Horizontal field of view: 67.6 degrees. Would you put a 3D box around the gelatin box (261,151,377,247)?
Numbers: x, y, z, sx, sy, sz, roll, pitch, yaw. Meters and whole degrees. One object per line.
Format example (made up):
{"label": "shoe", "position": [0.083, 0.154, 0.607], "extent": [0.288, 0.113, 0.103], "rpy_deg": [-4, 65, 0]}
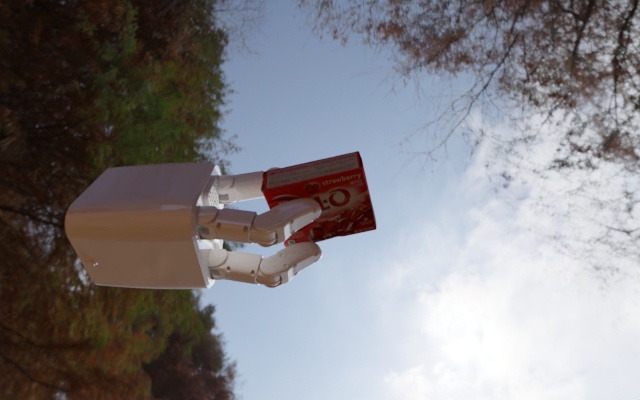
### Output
{"label": "gelatin box", "position": [0.000, 0.001, 0.426], "extent": [0.089, 0.073, 0.030], "rpy_deg": [-12, 39, 7]}
